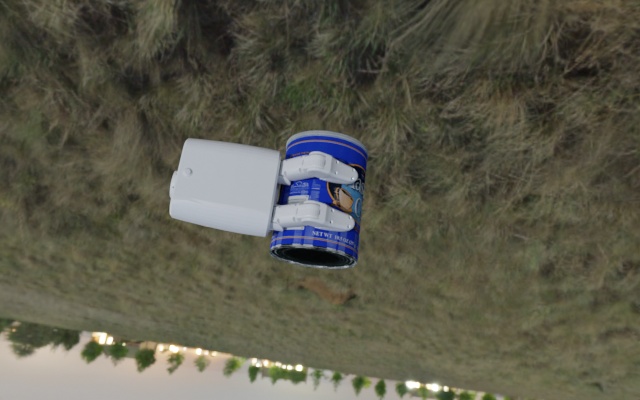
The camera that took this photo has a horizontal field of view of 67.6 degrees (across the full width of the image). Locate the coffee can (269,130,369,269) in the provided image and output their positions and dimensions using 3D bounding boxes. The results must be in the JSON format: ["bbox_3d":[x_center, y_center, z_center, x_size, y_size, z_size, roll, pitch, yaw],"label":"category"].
[{"bbox_3d":[0.000,0.002,0.571,0.103,0.140,0.103,7,-19,2],"label":"coffee can"}]
